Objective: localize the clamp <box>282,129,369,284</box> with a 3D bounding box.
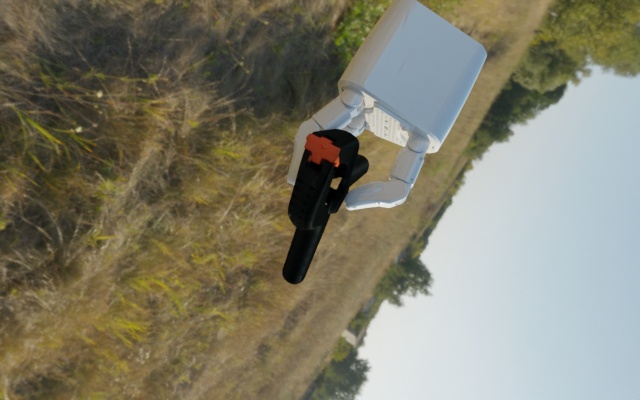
[{"bbox_3d":[0.001,0.002,0.446,0.036,0.164,0.210,28,-8,10],"label":"clamp"}]
